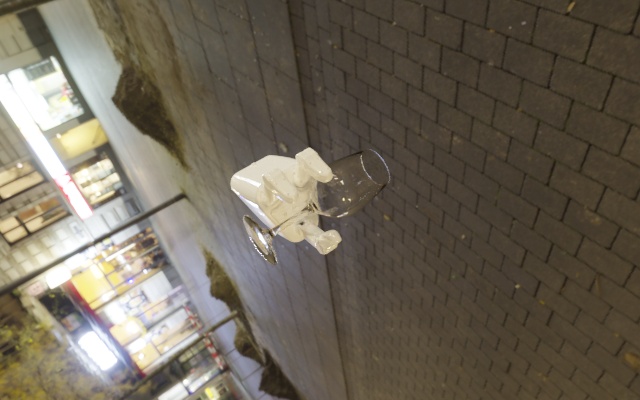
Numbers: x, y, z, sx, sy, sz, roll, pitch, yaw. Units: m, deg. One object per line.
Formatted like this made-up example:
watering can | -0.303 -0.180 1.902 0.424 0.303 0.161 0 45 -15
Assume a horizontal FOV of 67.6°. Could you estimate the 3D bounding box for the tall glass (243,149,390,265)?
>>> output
tall glass | 0.000 0.003 0.646 0.201 0.079 0.079 -32 13 -22
